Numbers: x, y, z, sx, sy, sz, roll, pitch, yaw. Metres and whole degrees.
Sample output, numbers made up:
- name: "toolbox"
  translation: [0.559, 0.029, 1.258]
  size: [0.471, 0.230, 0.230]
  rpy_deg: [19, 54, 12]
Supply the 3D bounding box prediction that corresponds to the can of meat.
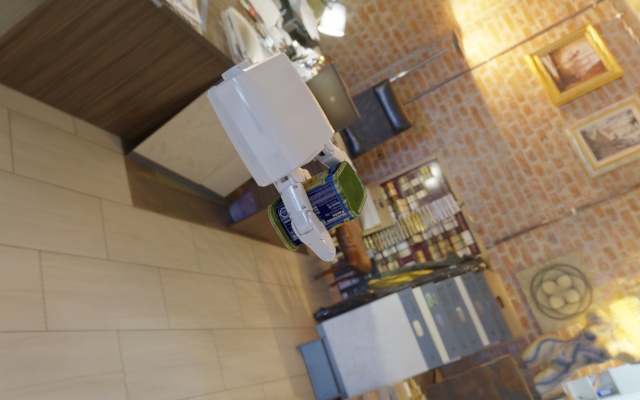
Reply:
- name: "can of meat"
  translation: [0.000, 0.002, 0.531]
  size: [0.084, 0.057, 0.102]
  rpy_deg: [-27, 11, 18]
